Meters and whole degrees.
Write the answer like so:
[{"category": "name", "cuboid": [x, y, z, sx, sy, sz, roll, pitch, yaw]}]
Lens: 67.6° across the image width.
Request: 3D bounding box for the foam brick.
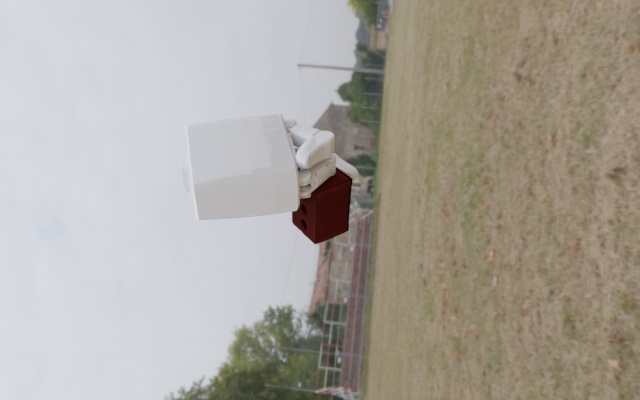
[{"category": "foam brick", "cuboid": [0.000, 0.002, 0.562, 0.051, 0.078, 0.053, -23, 42, -29]}]
